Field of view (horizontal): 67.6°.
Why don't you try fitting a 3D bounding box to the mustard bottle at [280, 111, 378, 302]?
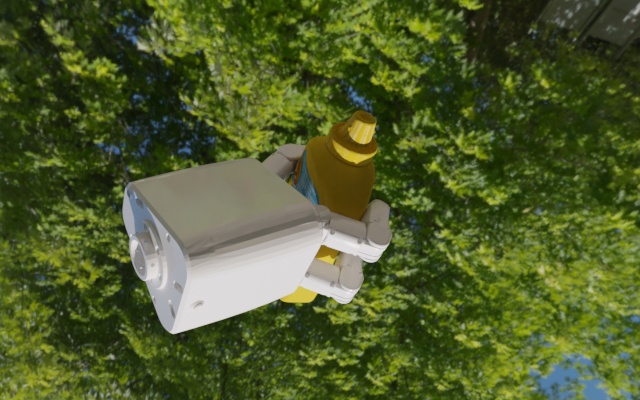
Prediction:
[{"bbox_3d":[0.000,0.002,0.425,0.058,0.096,0.192,7,-46,-22],"label":"mustard bottle"}]
